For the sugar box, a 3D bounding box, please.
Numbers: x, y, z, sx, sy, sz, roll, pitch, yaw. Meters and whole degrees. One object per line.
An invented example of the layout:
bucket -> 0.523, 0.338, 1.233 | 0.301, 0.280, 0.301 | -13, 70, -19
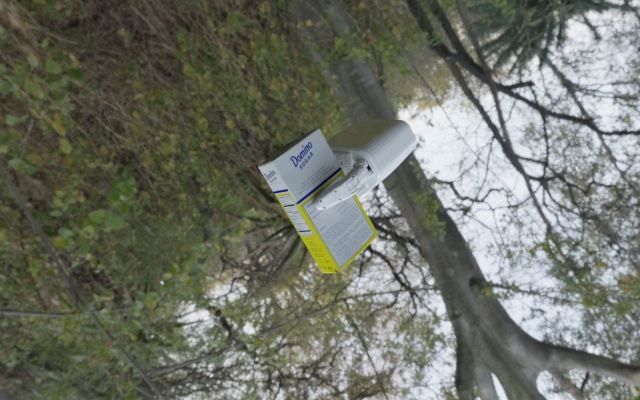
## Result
sugar box -> 0.000, 0.002, 0.647 | 0.093, 0.176, 0.048 | -39, 15, -33
